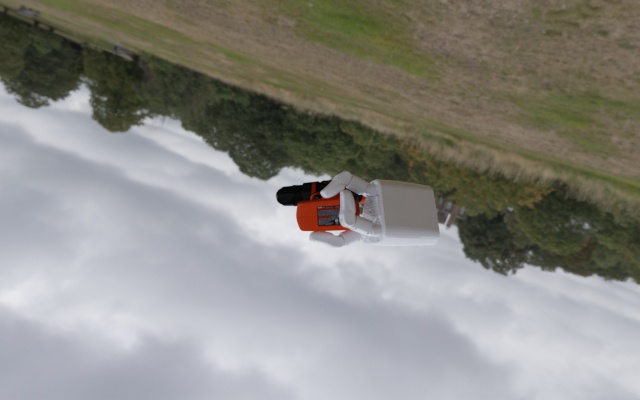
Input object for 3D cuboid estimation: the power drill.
[{"bbox_3d":[0.000,0.003,0.878,0.184,0.057,0.187,-5,15,4],"label":"power drill"}]
